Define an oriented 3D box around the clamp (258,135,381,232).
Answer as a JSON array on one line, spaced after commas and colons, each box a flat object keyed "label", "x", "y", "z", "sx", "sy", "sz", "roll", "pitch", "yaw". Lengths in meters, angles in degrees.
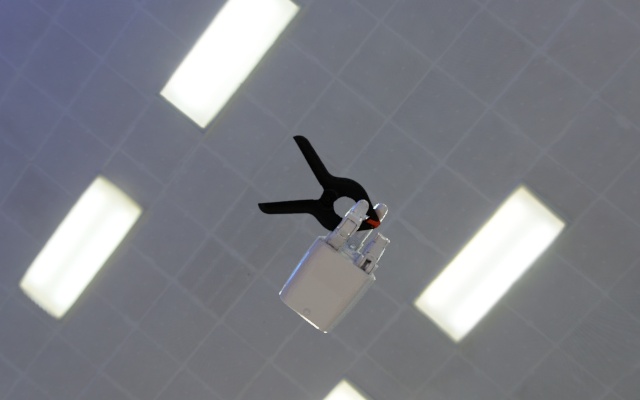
[{"label": "clamp", "x": 0.000, "y": 0.002, "z": 0.676, "sx": 0.171, "sy": 0.120, "sz": 0.039, "roll": 37, "pitch": 9, "yaw": 1}]
